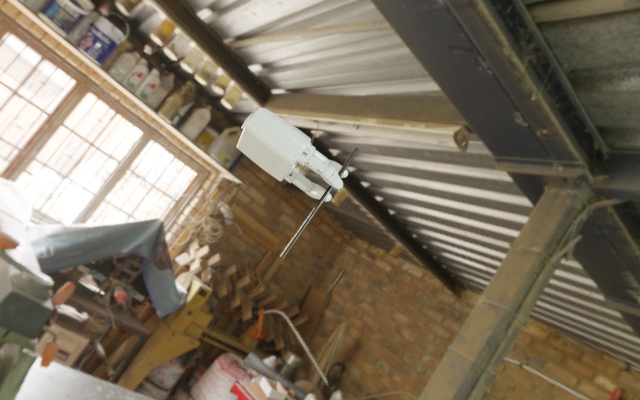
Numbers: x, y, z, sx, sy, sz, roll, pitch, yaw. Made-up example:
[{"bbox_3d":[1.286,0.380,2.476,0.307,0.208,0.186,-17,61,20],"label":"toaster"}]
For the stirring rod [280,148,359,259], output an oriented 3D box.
[{"bbox_3d":[0.000,0.003,0.857,0.011,0.239,0.011,34,-9,6],"label":"stirring rod"}]
